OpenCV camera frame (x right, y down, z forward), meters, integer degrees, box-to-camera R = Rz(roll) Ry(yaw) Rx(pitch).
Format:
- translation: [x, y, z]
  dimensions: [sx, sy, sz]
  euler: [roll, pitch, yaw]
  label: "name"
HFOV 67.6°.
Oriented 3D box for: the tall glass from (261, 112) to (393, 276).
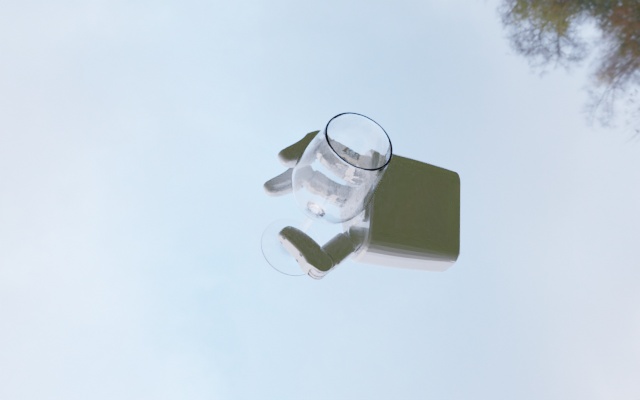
- translation: [0.000, 0.002, 0.476]
  dimensions: [0.079, 0.079, 0.201]
  euler: [0, -31, -22]
  label: "tall glass"
